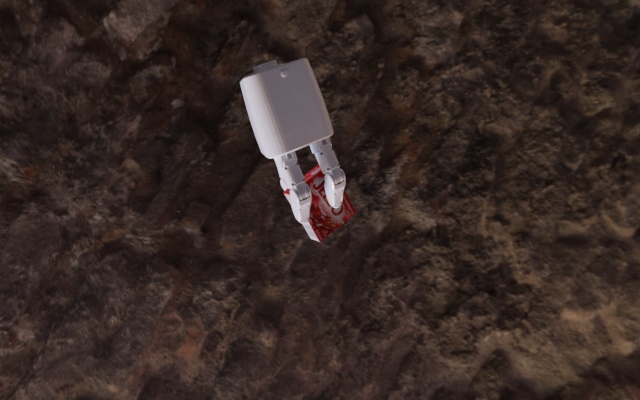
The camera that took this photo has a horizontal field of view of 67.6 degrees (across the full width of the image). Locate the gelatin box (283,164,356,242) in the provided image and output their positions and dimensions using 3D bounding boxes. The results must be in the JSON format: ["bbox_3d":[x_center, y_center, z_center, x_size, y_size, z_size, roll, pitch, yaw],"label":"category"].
[{"bbox_3d":[0.000,0.002,0.680,0.073,0.089,0.030,-38,25,-20],"label":"gelatin box"}]
